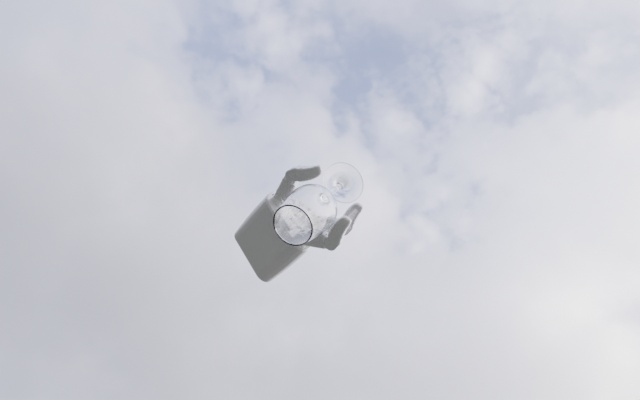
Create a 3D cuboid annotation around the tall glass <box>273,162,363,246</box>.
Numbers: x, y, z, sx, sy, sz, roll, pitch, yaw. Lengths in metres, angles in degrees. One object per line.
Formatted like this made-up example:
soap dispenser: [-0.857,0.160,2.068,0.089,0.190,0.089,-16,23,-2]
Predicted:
tall glass: [0.000,0.002,0.745,0.079,0.079,0.201,0,19,25]
